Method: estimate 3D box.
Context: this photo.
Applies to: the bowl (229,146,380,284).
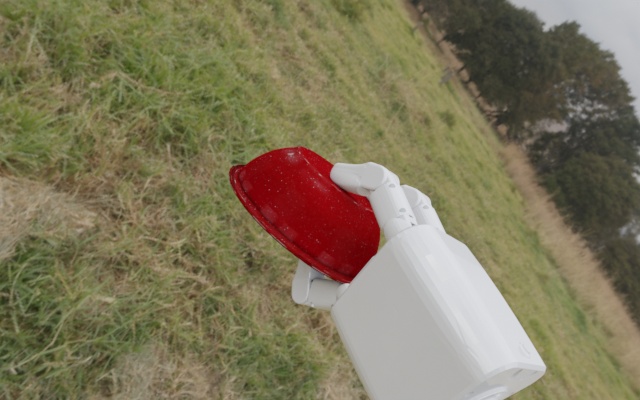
[{"bbox_3d":[0.000,0.000,0.427,0.162,0.055,0.162,37,13,-10],"label":"bowl"}]
